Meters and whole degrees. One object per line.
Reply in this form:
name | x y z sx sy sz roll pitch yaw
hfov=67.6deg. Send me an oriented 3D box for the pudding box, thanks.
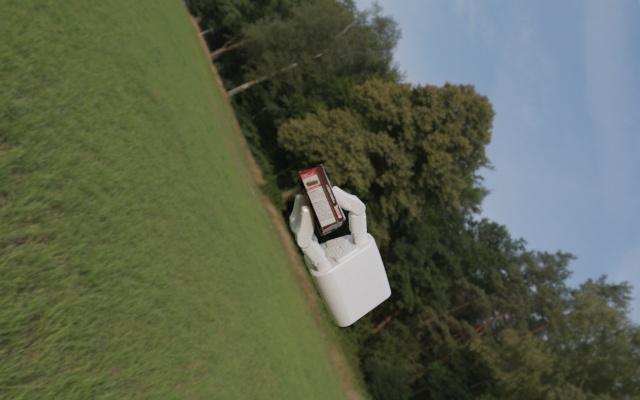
pudding box | 0.000 0.002 0.711 0.039 0.090 0.113 -23 -7 -6
